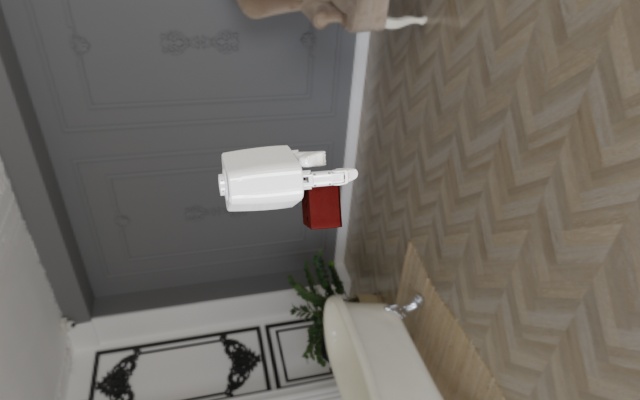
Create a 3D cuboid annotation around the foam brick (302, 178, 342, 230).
[{"bbox_3d":[0.000,0.003,0.752,0.051,0.078,0.053,-7,10,-16],"label":"foam brick"}]
